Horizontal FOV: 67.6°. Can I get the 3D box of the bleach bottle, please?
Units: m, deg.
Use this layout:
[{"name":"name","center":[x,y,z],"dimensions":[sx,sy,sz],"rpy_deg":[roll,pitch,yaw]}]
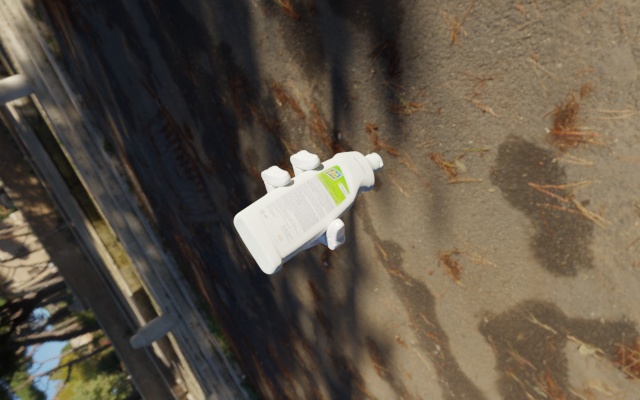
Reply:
[{"name":"bleach bottle","center":[0.000,0.002,0.723],"dimensions":[0.250,0.102,0.068],"rpy_deg":[-32,-1,-25]}]
